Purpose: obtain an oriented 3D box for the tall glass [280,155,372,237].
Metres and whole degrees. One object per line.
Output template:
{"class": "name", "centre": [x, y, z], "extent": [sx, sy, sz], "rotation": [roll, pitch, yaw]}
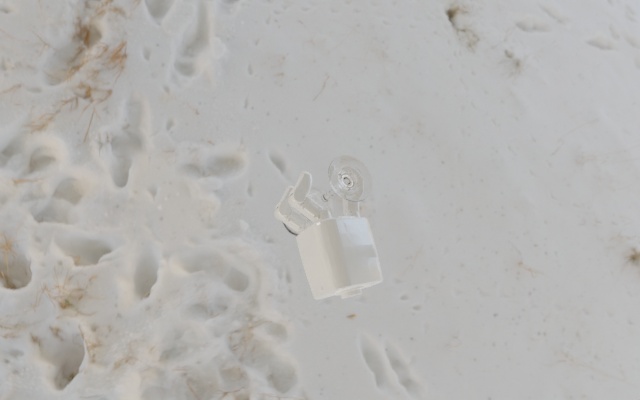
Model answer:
{"class": "tall glass", "centre": [0.000, 0.002, 0.779], "extent": [0.079, 0.079, 0.201], "rotation": [0, -20, -29]}
